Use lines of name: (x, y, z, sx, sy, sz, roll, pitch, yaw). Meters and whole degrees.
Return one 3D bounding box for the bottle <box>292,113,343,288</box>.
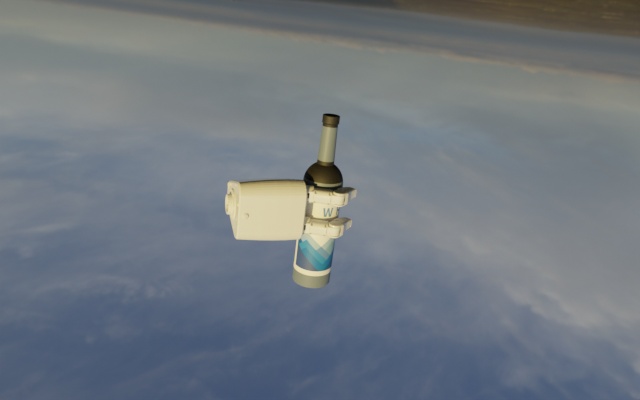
bottle: (0.000, 0.003, 0.802, 0.069, 0.296, 0.069, 6, 20, -2)
